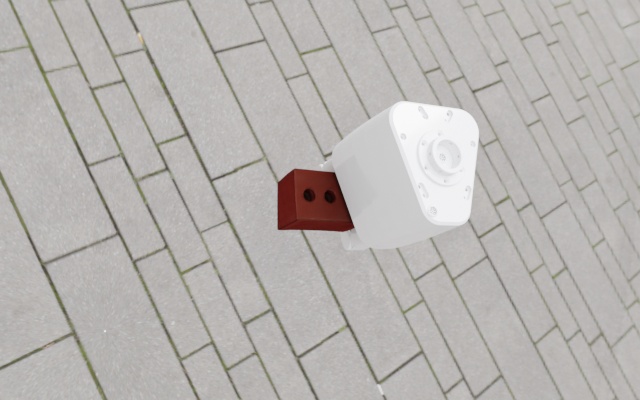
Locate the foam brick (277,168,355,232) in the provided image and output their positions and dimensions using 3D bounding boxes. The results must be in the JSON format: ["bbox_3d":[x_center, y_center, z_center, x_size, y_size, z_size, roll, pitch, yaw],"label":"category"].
[{"bbox_3d":[0.000,0.002,0.485,0.078,0.053,0.051,3,-15,-23],"label":"foam brick"}]
